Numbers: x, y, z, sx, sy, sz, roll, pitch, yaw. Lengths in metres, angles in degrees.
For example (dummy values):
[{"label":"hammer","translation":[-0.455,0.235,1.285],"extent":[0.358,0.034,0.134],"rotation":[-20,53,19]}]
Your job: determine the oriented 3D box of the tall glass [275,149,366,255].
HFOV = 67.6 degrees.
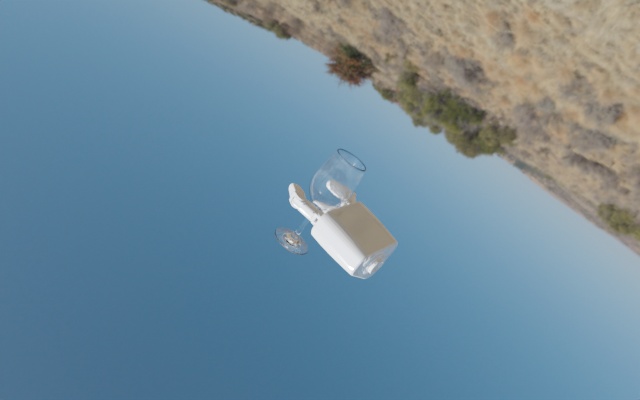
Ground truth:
[{"label":"tall glass","translation":[0.000,0.003,0.869],"extent":[0.079,0.201,0.079],"rotation":[31,22,-14]}]
